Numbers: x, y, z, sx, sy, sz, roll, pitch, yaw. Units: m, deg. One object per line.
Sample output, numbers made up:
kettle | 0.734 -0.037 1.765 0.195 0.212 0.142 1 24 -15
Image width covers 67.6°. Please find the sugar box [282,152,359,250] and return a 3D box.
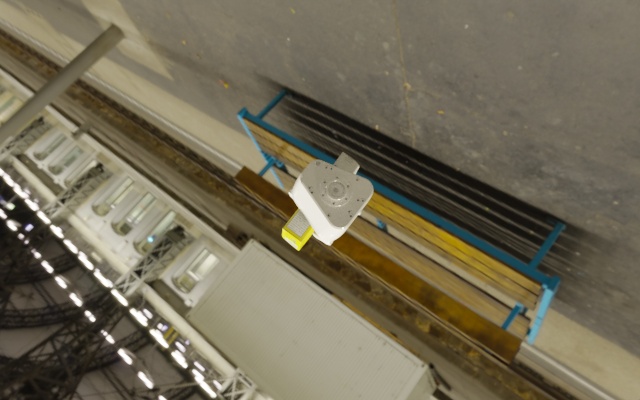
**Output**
sugar box | 0.001 0.003 0.857 0.048 0.176 0.093 39 -14 5
